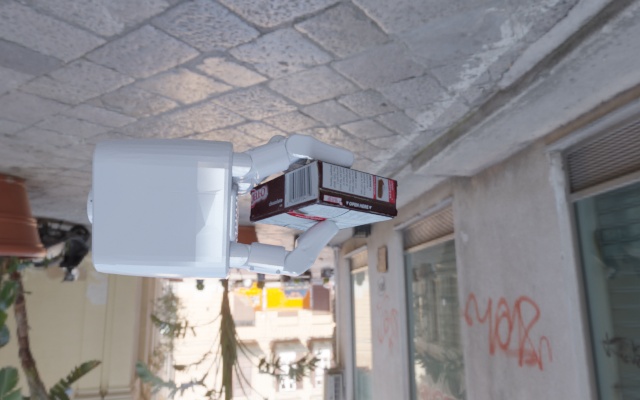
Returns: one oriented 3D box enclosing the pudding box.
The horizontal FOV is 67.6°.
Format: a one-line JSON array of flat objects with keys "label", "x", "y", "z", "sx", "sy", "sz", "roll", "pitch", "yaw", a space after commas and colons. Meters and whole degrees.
[{"label": "pudding box", "x": 0.000, "y": 0.002, "z": 0.436, "sx": 0.090, "sy": 0.039, "sz": 0.113, "roll": 10, "pitch": -15, "yaw": -35}]
